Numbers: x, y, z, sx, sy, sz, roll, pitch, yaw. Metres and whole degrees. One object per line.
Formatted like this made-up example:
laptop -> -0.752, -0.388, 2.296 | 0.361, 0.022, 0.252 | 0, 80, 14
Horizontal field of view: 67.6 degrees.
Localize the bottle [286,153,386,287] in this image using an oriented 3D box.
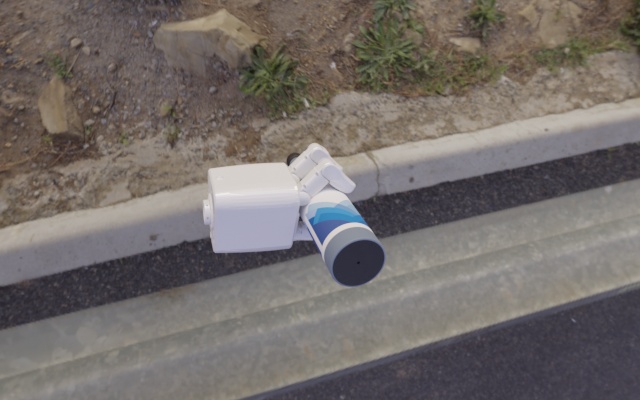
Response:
bottle -> 0.000, 0.002, 0.654 | 0.069, 0.069, 0.295 | 0, 28, -19
